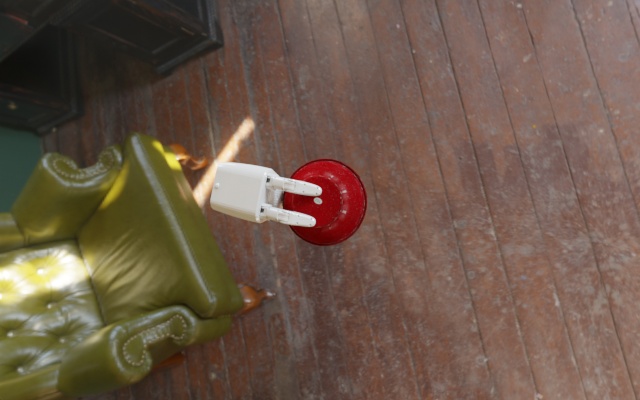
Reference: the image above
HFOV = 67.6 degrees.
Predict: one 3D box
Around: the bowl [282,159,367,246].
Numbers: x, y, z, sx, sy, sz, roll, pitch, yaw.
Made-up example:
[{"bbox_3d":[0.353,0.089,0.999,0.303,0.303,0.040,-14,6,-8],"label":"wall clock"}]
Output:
[{"bbox_3d":[0.001,0.003,0.854,0.162,0.162,0.055,0,-1,14],"label":"bowl"}]
